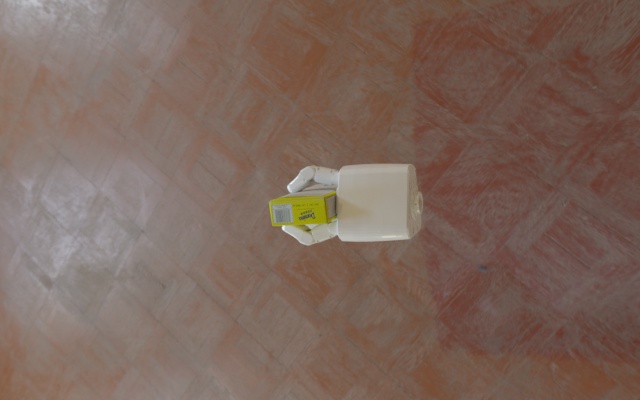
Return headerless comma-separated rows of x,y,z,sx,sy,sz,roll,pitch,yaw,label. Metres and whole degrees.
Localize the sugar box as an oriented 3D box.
0.000,0.003,0.769,0.093,0.048,0.176,-3,6,24,sugar box
